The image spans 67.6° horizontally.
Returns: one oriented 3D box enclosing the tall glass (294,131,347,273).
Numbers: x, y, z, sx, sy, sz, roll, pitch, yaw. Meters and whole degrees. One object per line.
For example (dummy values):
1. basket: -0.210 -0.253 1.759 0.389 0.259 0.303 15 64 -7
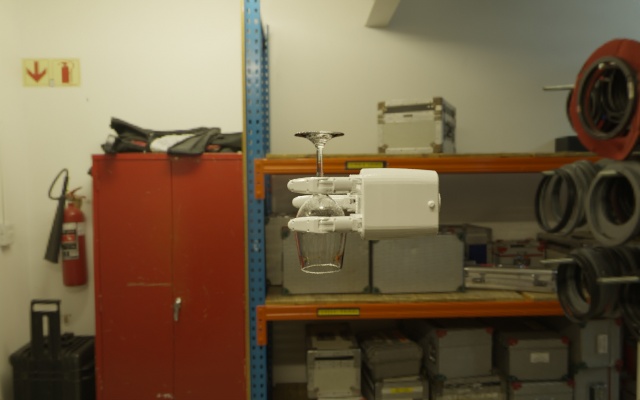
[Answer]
1. tall glass: 0.000 0.002 0.702 0.079 0.201 0.079 -1 2 0
